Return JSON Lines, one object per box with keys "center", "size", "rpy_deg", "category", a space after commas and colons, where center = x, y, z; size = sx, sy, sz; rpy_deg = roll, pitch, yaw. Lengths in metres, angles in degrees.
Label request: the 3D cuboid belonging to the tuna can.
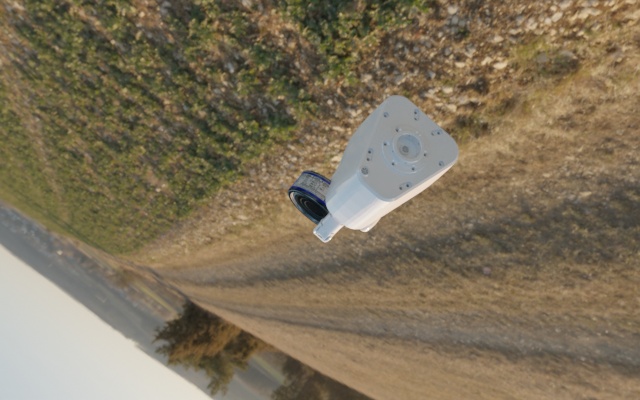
{"center": [0.000, 0.002, 0.617], "size": [0.086, 0.033, 0.086], "rpy_deg": [34, -19, 13], "category": "tuna can"}
